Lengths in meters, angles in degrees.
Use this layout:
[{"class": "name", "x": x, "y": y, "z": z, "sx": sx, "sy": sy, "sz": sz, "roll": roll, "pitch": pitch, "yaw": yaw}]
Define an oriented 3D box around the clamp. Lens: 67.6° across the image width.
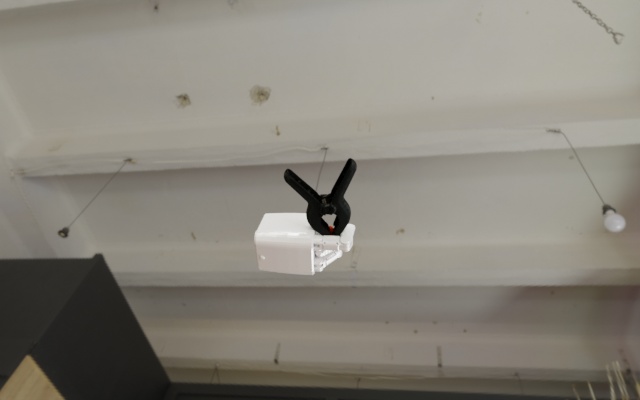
[{"class": "clamp", "x": 0.000, "y": 0.002, "z": 0.826, "sx": 0.120, "sy": 0.172, "sz": 0.039, "roll": 1, "pitch": 36, "yaw": 2}]
